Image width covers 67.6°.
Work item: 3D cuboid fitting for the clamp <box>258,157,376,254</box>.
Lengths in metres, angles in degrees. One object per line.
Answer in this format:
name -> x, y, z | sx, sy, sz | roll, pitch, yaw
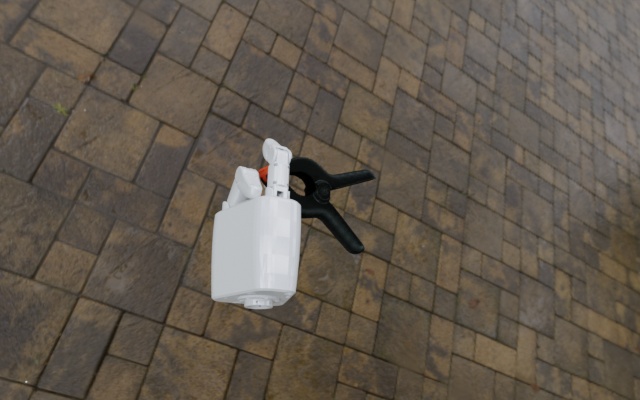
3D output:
clamp -> 0.000, 0.002, 0.618 | 0.171, 0.120, 0.039 | 12, -23, -28
